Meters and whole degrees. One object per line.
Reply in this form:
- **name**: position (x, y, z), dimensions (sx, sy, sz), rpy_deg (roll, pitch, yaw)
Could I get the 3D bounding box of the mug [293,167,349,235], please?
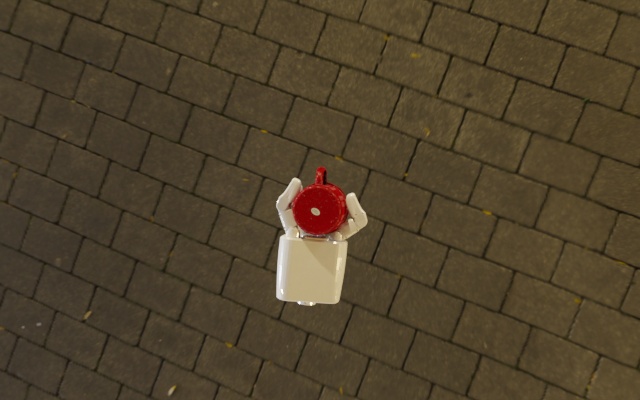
- **mug**: position (0.000, 0.001, 0.799), dimensions (0.093, 0.117, 0.081), rpy_deg (5, 2, 7)
